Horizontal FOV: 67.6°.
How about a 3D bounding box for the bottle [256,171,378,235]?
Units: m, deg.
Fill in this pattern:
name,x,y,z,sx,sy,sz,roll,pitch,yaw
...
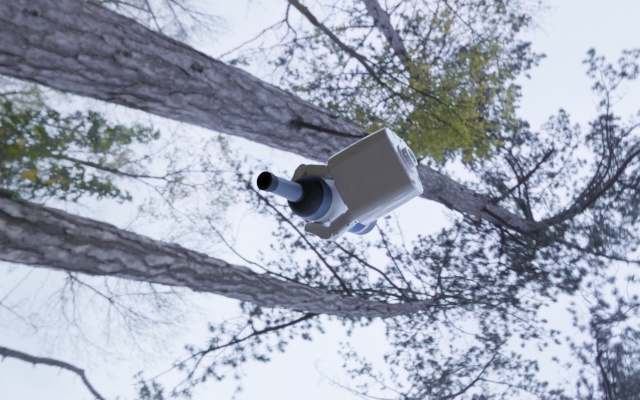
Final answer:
name,x,y,z,sx,sy,sz,roll,pitch,yaw
bottle,0.000,0.003,0.768,0.069,0.069,0.296,0,-12,32
